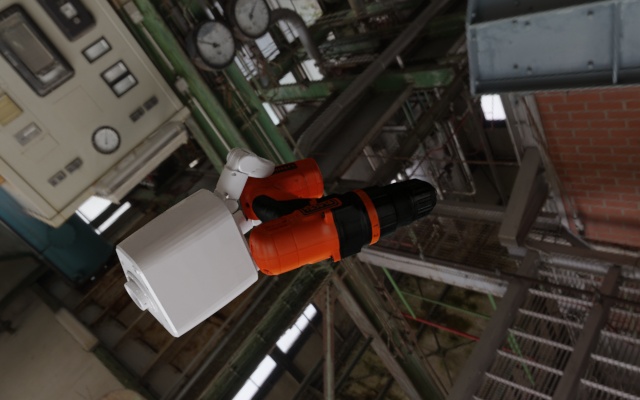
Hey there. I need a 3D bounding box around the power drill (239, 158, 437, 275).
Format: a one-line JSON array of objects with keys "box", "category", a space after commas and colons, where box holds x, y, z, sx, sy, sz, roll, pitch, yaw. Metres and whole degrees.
[{"box": [0.000, 0.002, 0.495, 0.184, 0.057, 0.187, -16, 19, -18], "category": "power drill"}]
